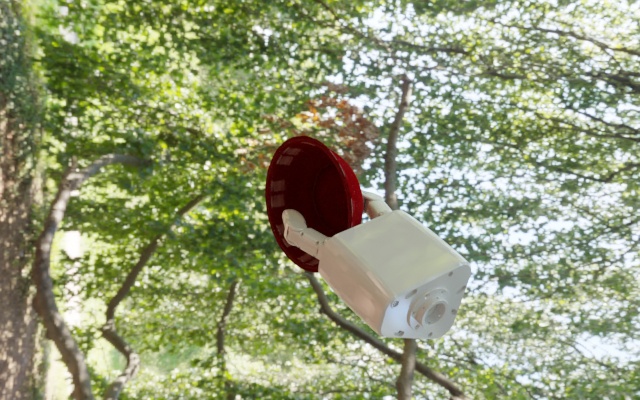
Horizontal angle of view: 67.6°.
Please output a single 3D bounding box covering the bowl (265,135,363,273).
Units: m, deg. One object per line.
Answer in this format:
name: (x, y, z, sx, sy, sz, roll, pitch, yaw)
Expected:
bowl: (0.000, 0.001, 0.576, 0.055, 0.162, 0.162, -11, 7, -40)
